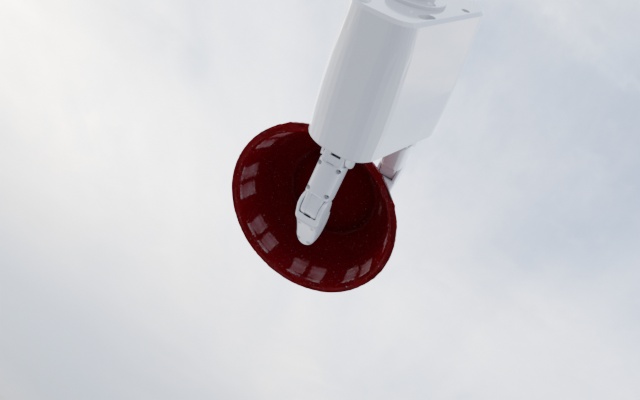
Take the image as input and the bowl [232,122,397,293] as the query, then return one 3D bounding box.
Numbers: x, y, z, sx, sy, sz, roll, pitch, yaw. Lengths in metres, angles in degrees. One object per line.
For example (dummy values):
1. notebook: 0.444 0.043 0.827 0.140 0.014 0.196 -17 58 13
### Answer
1. bowl: 0.000 0.002 0.438 0.162 0.162 0.055 0 22 28
